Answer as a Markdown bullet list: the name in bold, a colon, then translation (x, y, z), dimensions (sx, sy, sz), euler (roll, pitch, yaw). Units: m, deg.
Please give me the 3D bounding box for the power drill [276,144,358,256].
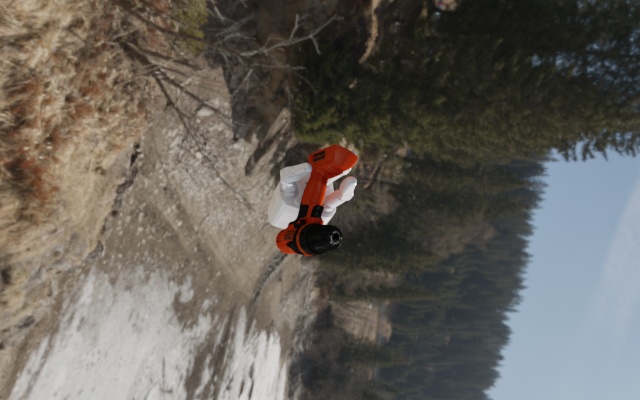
- **power drill**: translation (0.000, 0.002, 0.798), dimensions (0.057, 0.187, 0.184), euler (29, -19, -25)
